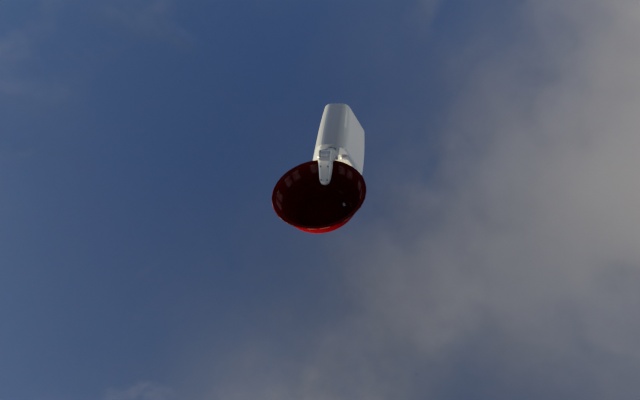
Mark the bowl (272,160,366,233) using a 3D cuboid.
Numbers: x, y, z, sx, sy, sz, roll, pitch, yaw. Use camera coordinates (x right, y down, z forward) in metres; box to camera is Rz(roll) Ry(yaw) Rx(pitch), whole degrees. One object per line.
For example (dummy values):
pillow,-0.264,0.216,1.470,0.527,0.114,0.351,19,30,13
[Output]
bowl,0.000,0.004,0.825,0.162,0.162,0.055,0,-43,10
